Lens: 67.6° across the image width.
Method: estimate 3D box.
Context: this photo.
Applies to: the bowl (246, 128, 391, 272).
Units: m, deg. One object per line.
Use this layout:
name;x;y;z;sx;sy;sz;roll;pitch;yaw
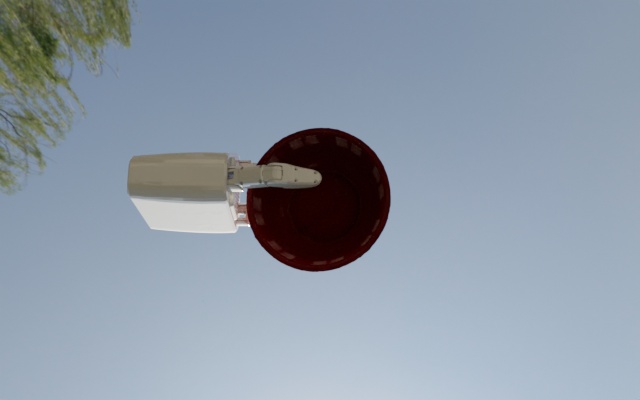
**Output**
bowl;0.001;0.002;0.547;0.162;0.162;0.055;0;-12;10
